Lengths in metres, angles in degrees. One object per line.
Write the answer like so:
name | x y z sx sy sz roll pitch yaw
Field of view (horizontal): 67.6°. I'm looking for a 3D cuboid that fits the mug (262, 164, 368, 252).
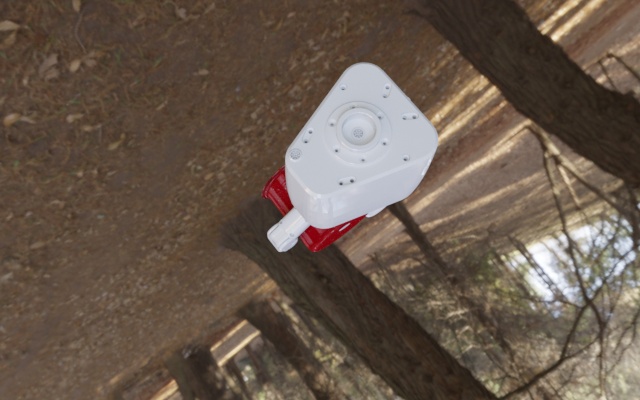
mug | 0.000 0.002 0.512 0.093 0.081 0.117 -37 -11 -6
